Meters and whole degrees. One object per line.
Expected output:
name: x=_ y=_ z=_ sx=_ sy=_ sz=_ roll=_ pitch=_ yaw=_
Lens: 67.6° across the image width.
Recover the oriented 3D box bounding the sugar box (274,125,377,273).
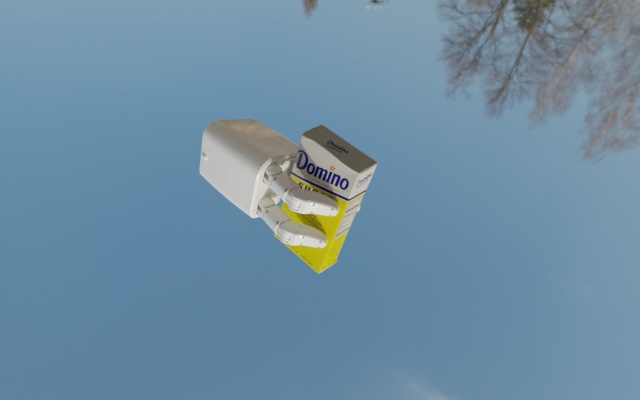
sugar box: x=0.000 y=0.002 z=0.616 sx=0.093 sy=0.176 sz=0.048 roll=37 pitch=44 yaw=22
